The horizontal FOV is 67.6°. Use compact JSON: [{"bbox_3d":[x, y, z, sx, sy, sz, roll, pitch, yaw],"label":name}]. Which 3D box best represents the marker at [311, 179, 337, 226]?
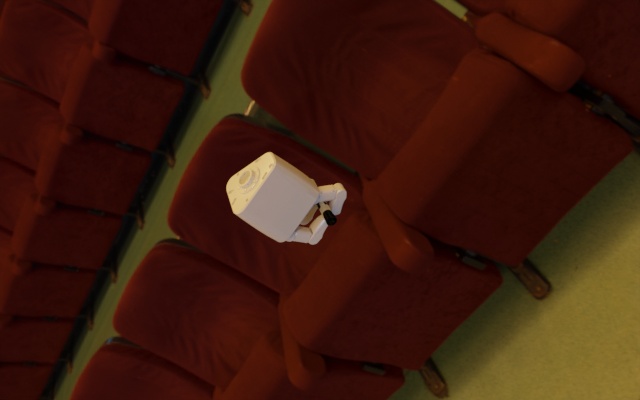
[{"bbox_3d":[0.000,0.003,0.826,0.020,0.020,0.121,0,35,-24],"label":"marker"}]
